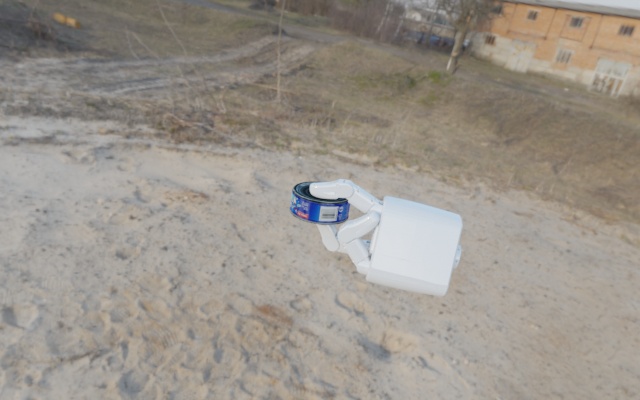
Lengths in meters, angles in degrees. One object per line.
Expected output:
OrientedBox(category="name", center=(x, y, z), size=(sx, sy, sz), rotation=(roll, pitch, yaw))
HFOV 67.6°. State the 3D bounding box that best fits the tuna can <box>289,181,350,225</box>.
OrientedBox(category="tuna can", center=(0.000, 0.002, 0.679), size=(0.086, 0.034, 0.086), rotation=(7, 21, -3))
